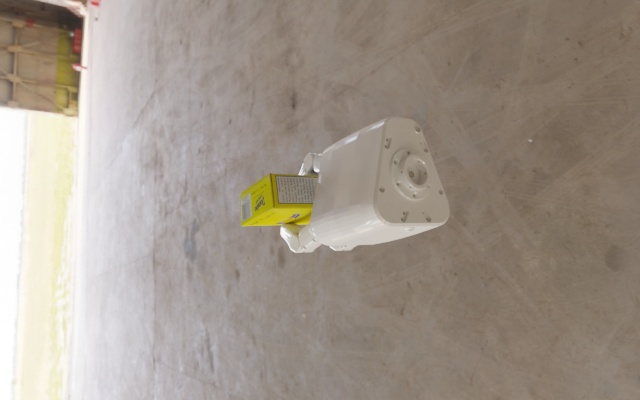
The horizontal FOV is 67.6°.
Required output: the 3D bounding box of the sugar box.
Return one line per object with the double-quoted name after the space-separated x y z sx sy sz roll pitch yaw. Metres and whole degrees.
0.000 0.002 0.579 0.176 0.048 0.093 3 -16 -31 "sugar box"
